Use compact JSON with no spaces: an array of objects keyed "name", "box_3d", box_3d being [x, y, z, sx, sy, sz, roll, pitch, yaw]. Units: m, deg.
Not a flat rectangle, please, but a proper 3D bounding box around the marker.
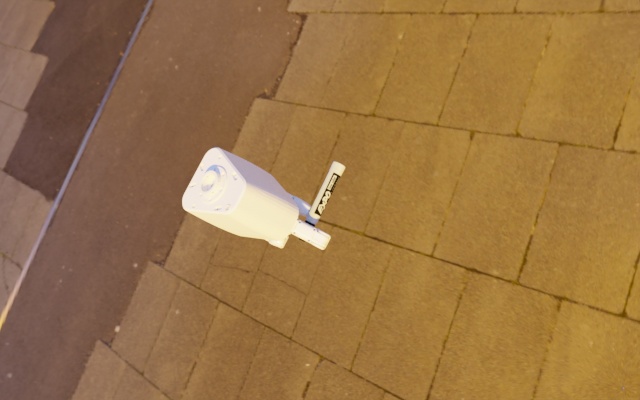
[{"name":"marker","box_3d":[0.000,0.002,0.674,0.020,0.121,0.020,26,-3,2]}]
